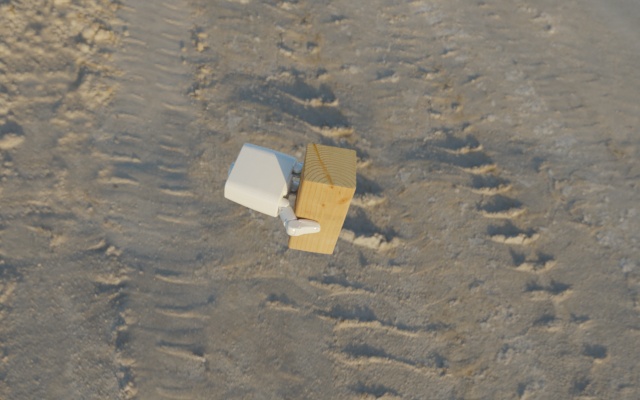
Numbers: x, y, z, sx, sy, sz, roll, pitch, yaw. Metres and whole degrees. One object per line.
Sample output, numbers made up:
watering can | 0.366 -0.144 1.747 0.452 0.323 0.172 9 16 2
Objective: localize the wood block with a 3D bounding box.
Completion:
wood block | 0.000 0.003 0.886 0.090 0.090 0.206 9 -39 -5
